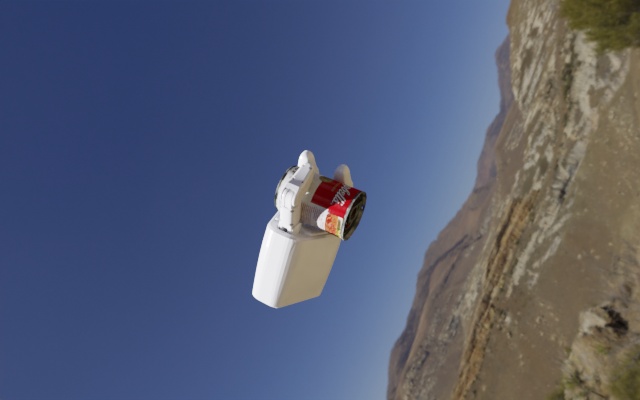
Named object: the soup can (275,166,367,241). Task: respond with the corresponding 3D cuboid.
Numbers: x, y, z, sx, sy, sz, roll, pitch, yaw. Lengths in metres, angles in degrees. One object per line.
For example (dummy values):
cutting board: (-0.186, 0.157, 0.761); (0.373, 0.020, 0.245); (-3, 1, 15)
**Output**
soup can: (0.000, 0.001, 0.624); (0.102, 0.068, 0.068); (23, 8, 19)
